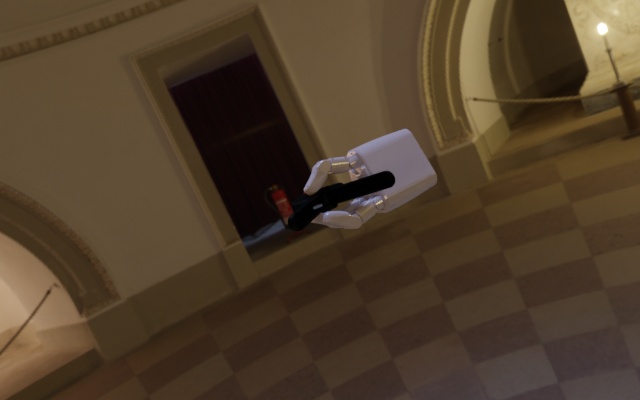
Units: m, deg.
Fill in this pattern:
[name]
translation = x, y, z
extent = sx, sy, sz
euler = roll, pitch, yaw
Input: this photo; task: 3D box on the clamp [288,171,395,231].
[clamp]
translation = 0.000, 0.002, 0.735
extent = 0.164, 0.036, 0.210
euler = -25, 7, -20
